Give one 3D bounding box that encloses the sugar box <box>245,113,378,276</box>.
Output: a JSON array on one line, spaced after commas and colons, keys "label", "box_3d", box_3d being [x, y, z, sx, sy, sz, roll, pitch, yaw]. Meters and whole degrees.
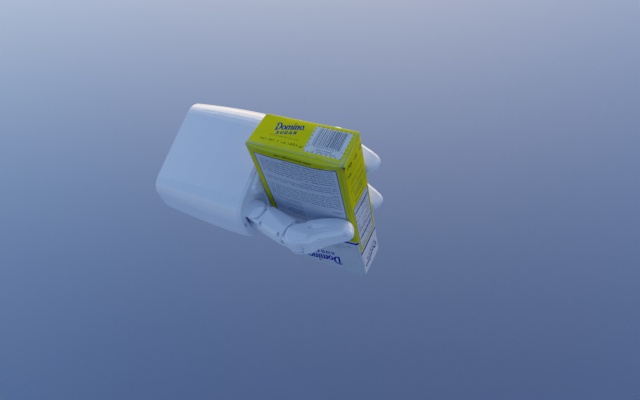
[{"label": "sugar box", "box_3d": [0.000, 0.001, 0.459, 0.093, 0.048, 0.176, 16, -30, 23]}]
